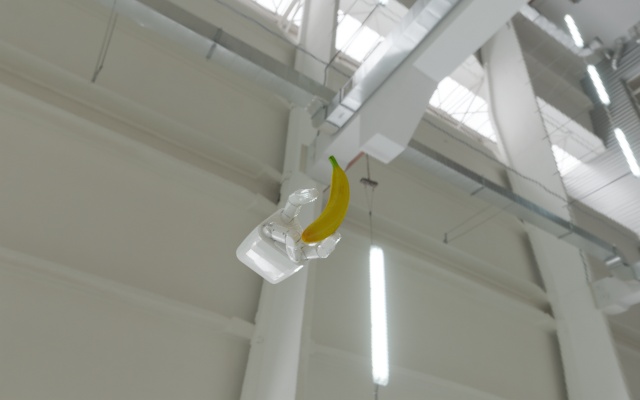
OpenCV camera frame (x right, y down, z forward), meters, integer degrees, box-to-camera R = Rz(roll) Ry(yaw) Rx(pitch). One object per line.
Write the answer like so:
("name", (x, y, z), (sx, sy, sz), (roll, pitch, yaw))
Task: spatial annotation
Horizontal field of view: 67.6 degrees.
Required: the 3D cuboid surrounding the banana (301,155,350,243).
("banana", (0.016, 0.010, 0.831), (0.069, 0.197, 0.037), (33, -43, -17))
